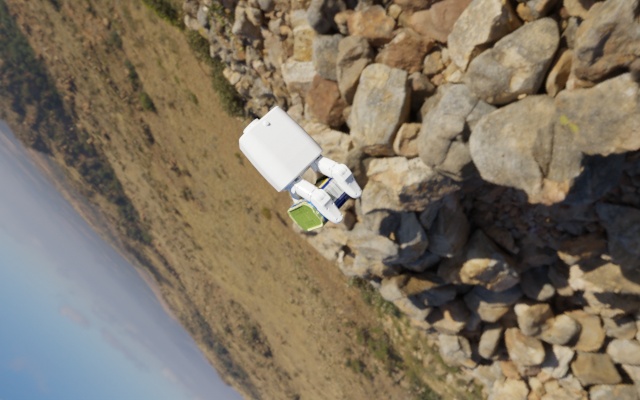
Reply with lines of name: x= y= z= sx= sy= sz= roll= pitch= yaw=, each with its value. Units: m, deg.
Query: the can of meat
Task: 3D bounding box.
can of meat: x=0.000 y=0.003 z=0.807 sx=0.084 sy=0.057 sz=0.102 roll=-46 pitch=8 yaw=-24
